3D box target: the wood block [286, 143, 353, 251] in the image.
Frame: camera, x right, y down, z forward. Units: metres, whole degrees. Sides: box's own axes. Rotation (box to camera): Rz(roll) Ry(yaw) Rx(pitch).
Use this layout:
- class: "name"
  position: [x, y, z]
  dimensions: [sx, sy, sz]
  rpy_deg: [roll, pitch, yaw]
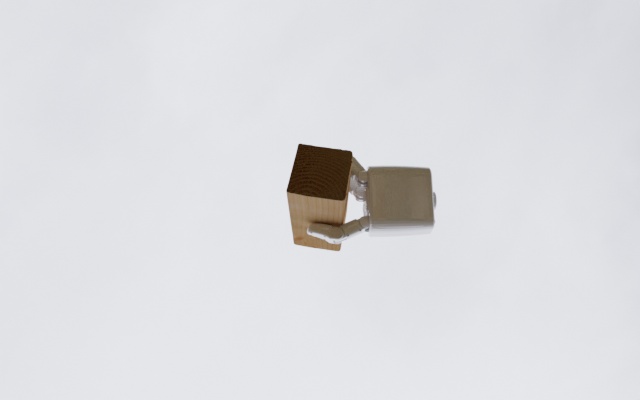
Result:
- class: "wood block"
  position: [0.000, 0.003, 0.809]
  dimensions: [0.090, 0.090, 0.206]
  rpy_deg: [9, -27, 5]
